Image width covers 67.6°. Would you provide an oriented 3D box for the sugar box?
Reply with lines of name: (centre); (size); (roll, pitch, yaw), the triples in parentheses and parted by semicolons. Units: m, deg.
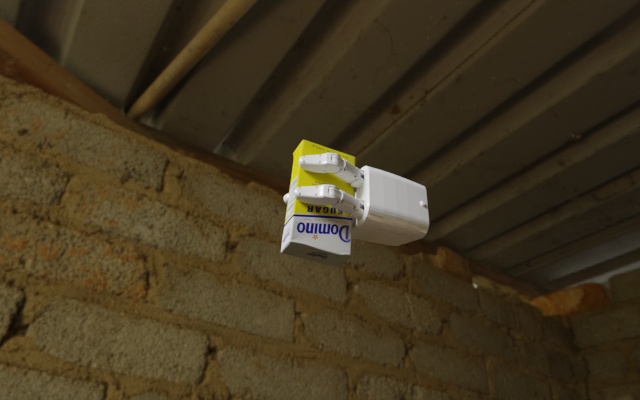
sugar box: (0.000, 0.002, 0.700); (0.093, 0.176, 0.048); (16, -36, -18)
